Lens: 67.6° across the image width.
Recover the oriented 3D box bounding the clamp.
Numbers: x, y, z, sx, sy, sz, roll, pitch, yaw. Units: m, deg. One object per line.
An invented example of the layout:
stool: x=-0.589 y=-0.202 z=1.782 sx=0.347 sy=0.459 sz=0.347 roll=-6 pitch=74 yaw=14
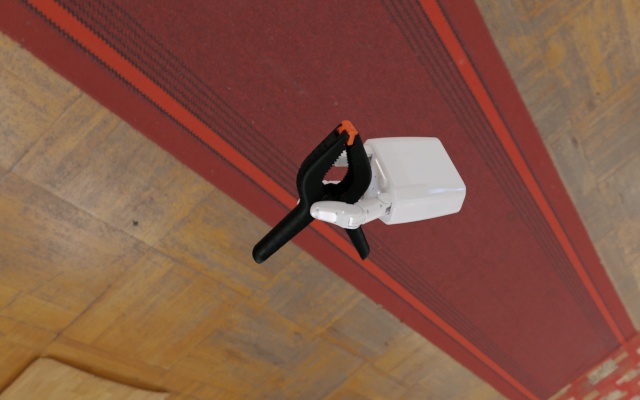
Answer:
clamp: x=0.001 y=0.002 z=0.590 sx=0.164 sy=0.210 sz=0.036 roll=-5 pitch=38 yaw=-18
